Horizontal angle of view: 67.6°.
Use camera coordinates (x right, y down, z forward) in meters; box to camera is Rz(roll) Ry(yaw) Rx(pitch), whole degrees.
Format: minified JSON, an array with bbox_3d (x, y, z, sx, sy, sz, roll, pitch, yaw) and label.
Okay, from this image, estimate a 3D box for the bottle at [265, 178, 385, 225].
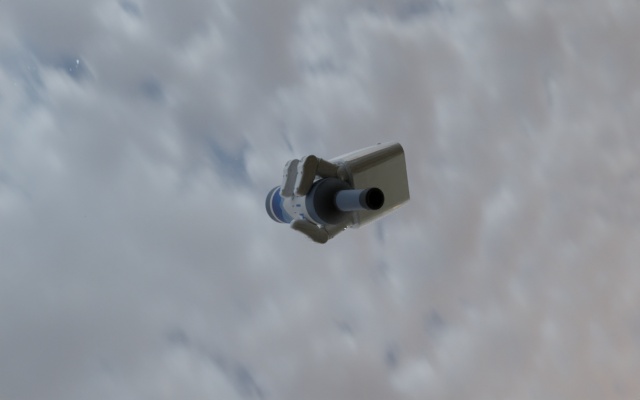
[{"bbox_3d":[0.000,0.002,0.697,0.069,0.069,0.296,0,-2,-26],"label":"bottle"}]
